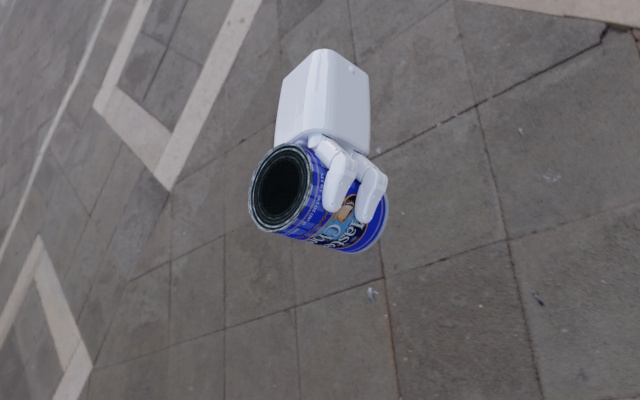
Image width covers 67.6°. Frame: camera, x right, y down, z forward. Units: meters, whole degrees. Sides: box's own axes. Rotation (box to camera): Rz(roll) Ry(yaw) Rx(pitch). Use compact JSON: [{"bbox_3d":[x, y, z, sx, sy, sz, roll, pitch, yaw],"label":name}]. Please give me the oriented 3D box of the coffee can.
[{"bbox_3d":[0.000,0.002,0.570,0.103,0.103,0.140,0,-14,44],"label":"coffee can"}]
